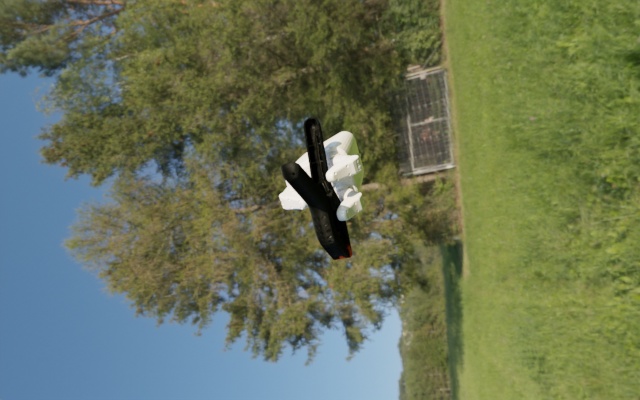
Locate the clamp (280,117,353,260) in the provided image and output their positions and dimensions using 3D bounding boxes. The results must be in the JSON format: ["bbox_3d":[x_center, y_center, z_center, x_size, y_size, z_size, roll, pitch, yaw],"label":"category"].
[{"bbox_3d":[0.000,0.003,0.670,0.036,0.210,0.164,-11,21,18],"label":"clamp"}]
